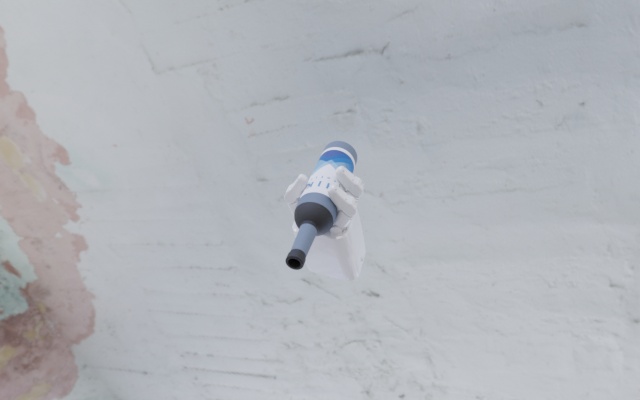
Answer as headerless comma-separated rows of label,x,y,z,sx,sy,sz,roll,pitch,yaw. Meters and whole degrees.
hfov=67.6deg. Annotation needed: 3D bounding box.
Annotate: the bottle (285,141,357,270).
bottle,0.000,0.002,0.791,0.069,0.069,0.295,0,36,18
